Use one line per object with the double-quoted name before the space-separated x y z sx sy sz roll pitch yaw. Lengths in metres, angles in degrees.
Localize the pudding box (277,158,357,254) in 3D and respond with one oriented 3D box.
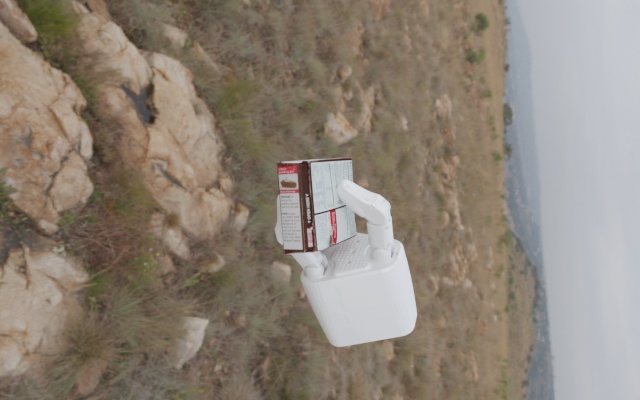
"pudding box" 0.000 0.002 0.493 0.039 0.090 0.113 -3 4 24
